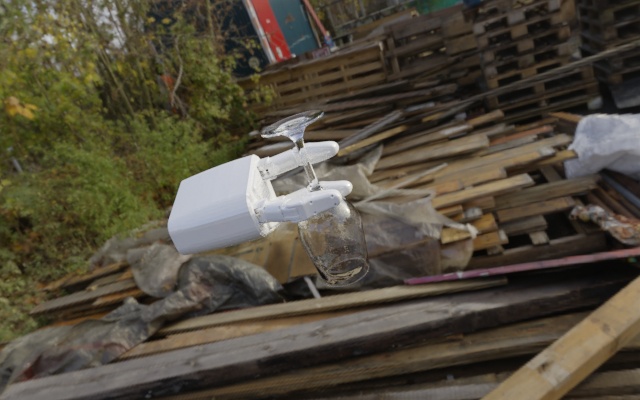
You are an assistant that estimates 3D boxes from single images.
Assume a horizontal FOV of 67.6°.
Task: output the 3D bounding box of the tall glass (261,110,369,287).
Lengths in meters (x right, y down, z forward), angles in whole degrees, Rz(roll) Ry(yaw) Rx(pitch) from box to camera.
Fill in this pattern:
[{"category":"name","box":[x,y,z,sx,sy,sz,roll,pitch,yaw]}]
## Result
[{"category":"tall glass","box":[0.000,0.001,0.560,0.079,0.201,0.079,-18,20,7]}]
